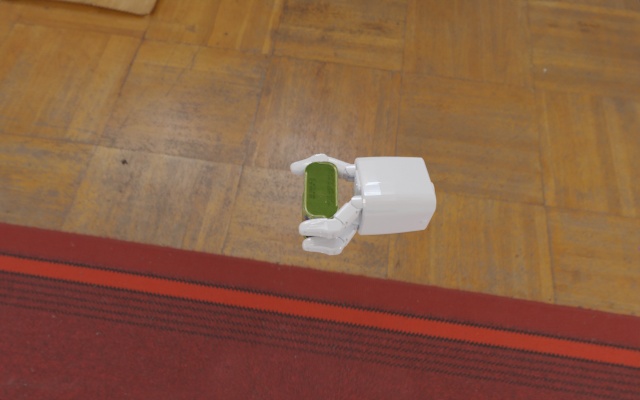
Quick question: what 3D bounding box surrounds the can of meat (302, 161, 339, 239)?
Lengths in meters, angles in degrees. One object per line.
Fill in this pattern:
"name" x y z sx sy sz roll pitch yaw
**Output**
"can of meat" 0.000 0.002 0.726 0.057 0.102 0.084 1 -28 -2
